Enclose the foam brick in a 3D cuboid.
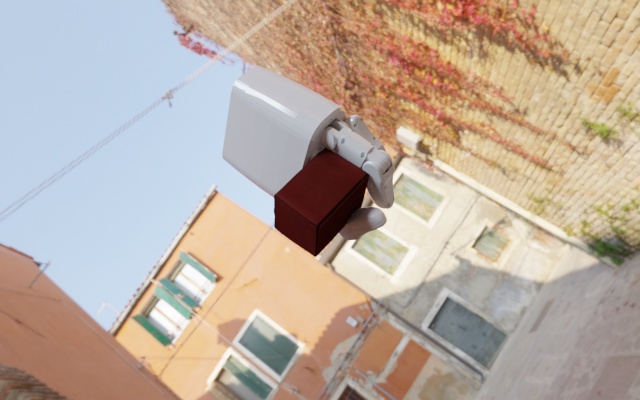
[{"bbox_3d":[0.000,0.002,0.438,0.051,0.078,0.053,33,-33,18],"label":"foam brick"}]
